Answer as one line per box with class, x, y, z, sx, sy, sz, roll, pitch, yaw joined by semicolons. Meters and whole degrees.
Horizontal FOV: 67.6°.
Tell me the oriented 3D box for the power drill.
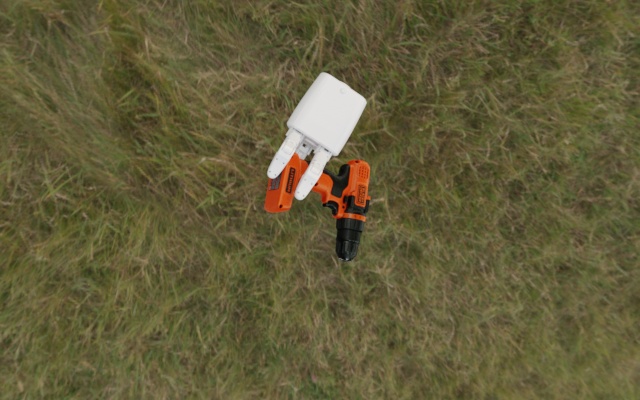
power drill;0.000;0.002;0.821;0.188;0.184;0.057;16;-14;-32
